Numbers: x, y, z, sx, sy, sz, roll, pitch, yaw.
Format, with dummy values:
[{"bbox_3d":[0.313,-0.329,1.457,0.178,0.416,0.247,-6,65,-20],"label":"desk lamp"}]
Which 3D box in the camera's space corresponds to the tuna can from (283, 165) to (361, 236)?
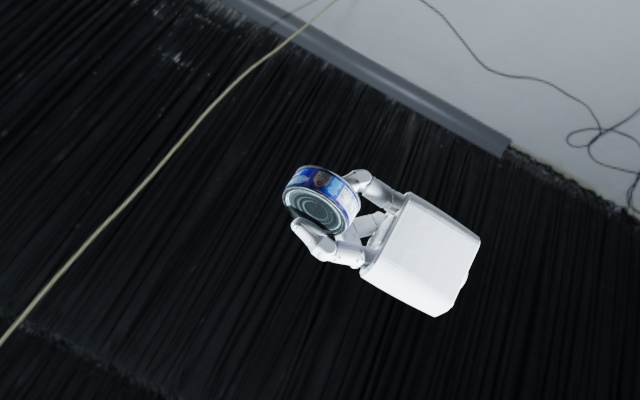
[{"bbox_3d":[0.000,0.002,0.545,0.086,0.033,0.086,23,-32,16],"label":"tuna can"}]
